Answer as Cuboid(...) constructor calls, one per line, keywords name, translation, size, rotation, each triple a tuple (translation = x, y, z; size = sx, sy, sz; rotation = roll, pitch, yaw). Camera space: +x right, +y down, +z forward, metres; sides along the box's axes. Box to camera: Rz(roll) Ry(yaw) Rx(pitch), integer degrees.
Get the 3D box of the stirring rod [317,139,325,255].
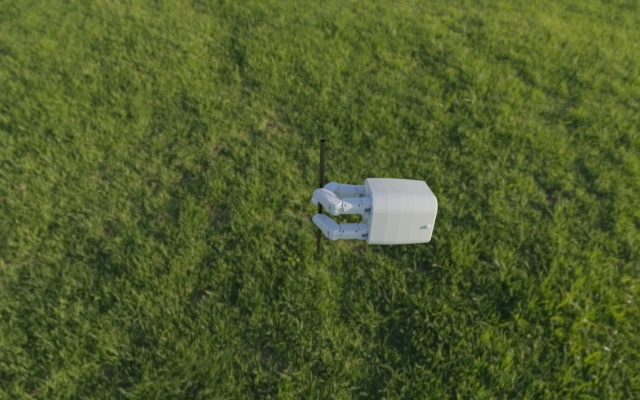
Cuboid(name="stirring rod", translation=(0.000, 0.003, 0.809), size=(0.011, 0.240, 0.011), rotation=(1, 38, -1))
